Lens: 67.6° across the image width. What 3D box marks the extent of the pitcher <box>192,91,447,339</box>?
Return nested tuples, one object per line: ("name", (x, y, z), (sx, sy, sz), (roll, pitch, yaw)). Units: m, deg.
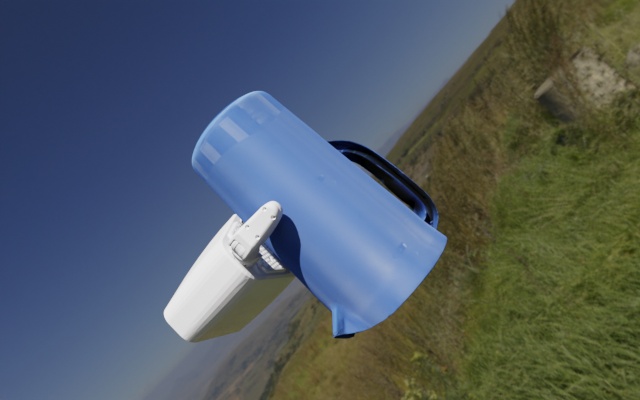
("pitcher", (0.000, 0.002, 0.481), (0.243, 0.145, 0.149), (43, 14, 4))
